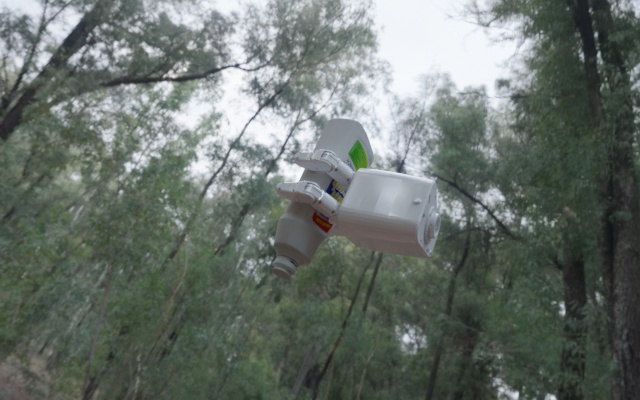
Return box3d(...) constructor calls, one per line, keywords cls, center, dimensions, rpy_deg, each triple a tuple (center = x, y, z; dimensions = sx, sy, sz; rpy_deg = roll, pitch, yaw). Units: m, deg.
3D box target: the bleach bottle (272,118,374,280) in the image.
box3d(cls="bleach bottle", center=(0.000, 0.002, 0.681), dimensions=(0.068, 0.250, 0.103), rpy_deg=(9, -34, 28))
